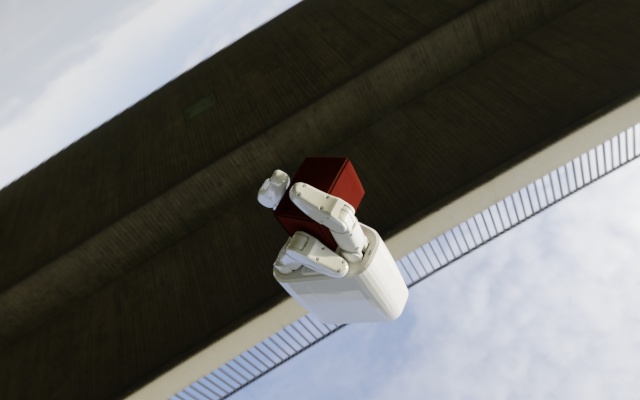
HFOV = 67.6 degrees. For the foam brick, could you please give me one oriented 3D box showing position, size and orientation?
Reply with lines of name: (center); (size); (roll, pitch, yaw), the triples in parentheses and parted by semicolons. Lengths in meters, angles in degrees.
foam brick: (0.000, 0.001, 0.475); (0.053, 0.078, 0.051); (7, -34, 36)
